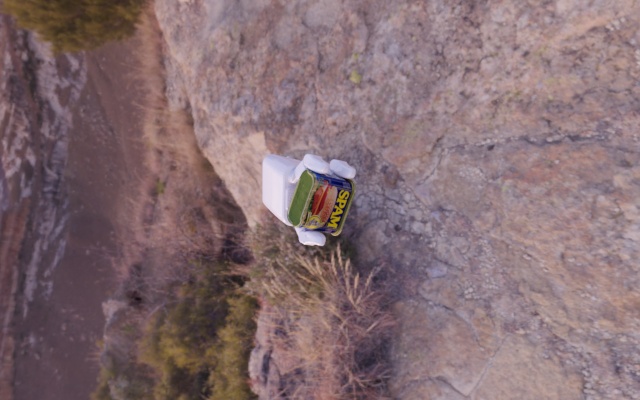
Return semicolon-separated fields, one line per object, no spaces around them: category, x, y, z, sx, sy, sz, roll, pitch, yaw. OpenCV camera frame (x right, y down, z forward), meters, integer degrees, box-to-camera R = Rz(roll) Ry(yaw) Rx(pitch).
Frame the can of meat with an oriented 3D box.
can of meat;0.000;0.003;0.805;0.084;0.102;0.057;11;16;-33
